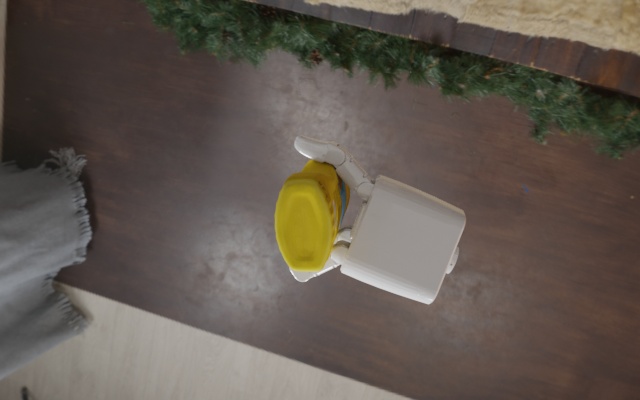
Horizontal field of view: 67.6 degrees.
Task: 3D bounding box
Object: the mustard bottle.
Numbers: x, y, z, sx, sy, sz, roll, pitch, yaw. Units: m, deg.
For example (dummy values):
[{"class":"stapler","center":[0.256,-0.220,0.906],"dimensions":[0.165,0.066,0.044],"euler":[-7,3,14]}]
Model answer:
[{"class":"mustard bottle","center":[0.000,0.002,0.542],"dimensions":[0.058,0.096,0.191],"euler":[-2,15,11]}]
